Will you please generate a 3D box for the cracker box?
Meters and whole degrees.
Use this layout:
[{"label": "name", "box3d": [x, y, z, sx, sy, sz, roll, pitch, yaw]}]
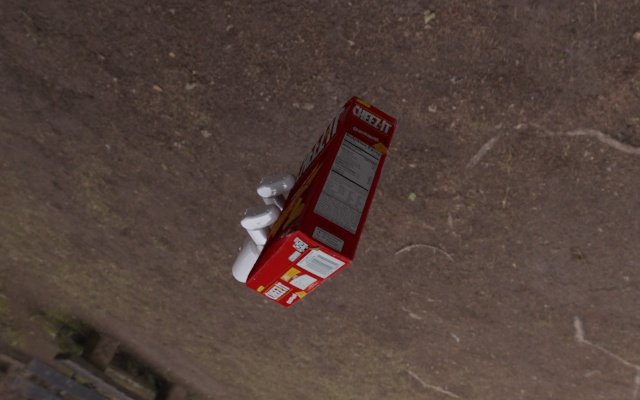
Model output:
[{"label": "cracker box", "box3d": [0.000, 0.002, 0.574, 0.072, 0.213, 0.164, 30, -37, -11]}]
